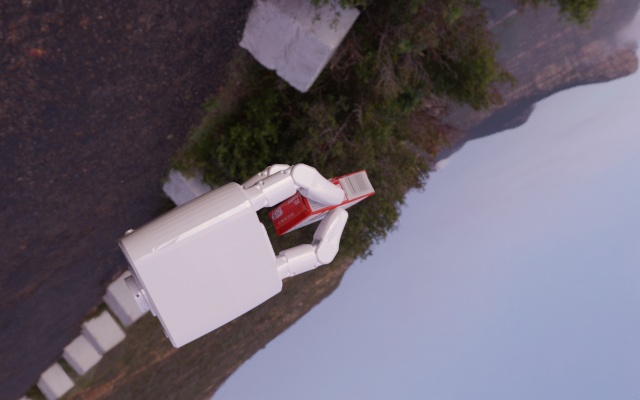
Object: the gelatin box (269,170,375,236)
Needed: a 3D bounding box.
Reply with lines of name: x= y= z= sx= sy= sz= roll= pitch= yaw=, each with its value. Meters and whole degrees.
gelatin box: x=0.001 y=0.002 z=0.501 sx=0.089 sy=0.030 sz=0.073 roll=-18 pitch=-8 yaw=-35
